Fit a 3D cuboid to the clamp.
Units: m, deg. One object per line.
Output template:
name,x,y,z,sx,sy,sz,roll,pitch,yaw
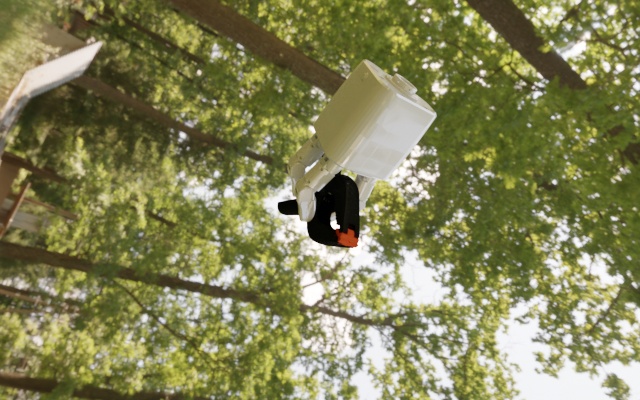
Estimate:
clamp,0.001,0.002,0.637,0.036,0.165,0.209,21,29,-28
